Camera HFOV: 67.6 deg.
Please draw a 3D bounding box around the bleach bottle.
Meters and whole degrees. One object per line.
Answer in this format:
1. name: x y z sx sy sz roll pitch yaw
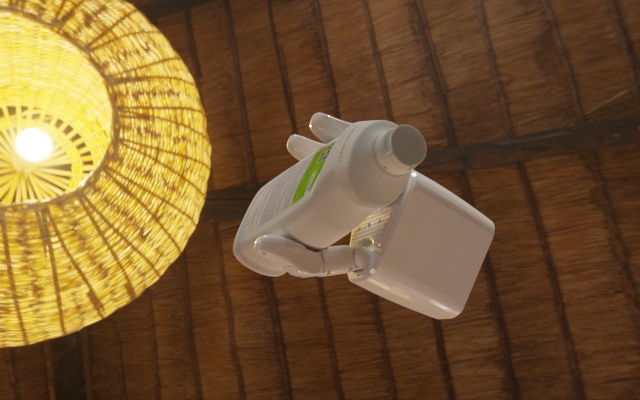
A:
1. bleach bottle: 0.000 0.001 0.415 0.068 0.102 0.251 28 -24 -18
